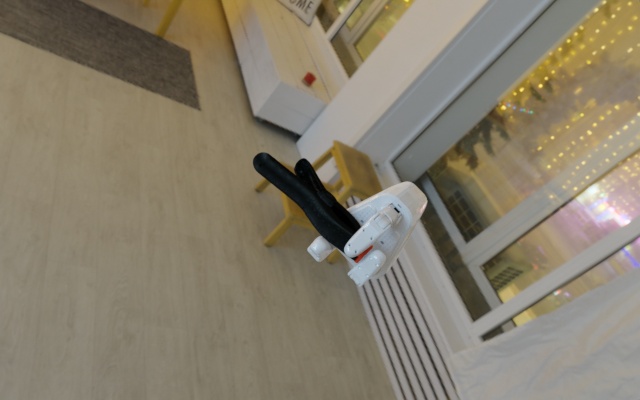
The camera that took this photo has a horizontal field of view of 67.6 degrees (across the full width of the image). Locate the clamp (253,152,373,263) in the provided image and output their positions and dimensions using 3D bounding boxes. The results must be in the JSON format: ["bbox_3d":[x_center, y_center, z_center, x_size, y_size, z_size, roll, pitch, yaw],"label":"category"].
[{"bbox_3d":[0.001,0.002,0.591,0.039,0.171,0.120,-46,-8,24],"label":"clamp"}]
